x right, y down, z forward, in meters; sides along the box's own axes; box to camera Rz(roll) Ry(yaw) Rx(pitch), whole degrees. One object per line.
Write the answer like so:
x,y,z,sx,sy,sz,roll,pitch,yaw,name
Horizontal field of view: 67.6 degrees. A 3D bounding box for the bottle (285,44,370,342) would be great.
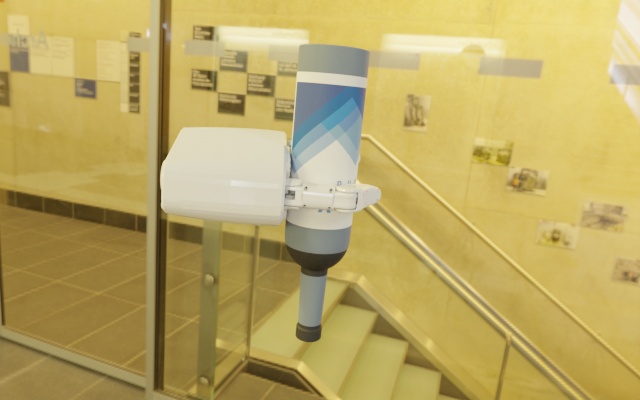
0.000,0.001,0.477,0.069,0.296,0.069,5,13,-1,bottle
